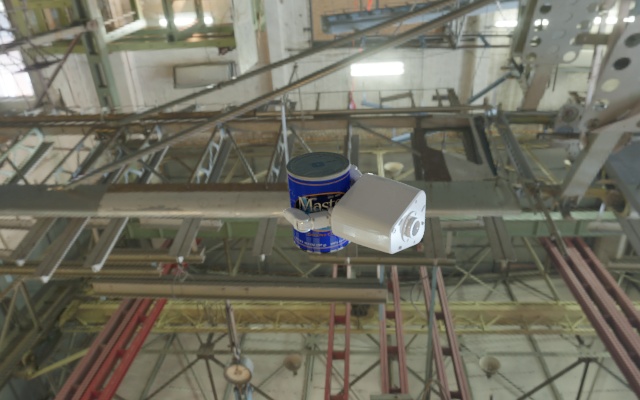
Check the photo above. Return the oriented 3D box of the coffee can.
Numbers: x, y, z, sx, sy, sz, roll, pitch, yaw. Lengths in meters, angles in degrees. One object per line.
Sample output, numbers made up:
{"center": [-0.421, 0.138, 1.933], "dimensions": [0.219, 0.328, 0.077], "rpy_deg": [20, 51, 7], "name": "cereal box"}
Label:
{"center": [0.000, 0.002, 0.794], "dimensions": [0.103, 0.140, 0.102], "rpy_deg": [-3, 28, 2], "name": "coffee can"}
